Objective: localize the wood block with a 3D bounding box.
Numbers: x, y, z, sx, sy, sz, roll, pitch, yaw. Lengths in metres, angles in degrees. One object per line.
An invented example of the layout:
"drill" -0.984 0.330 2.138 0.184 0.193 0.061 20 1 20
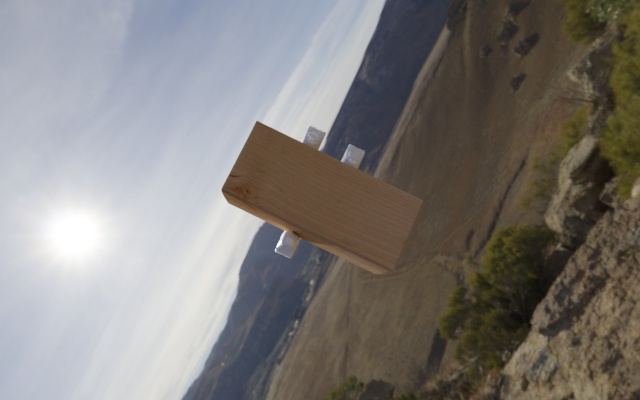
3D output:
"wood block" 0.000 0.002 0.563 0.206 0.091 0.090 25 -12 -1
